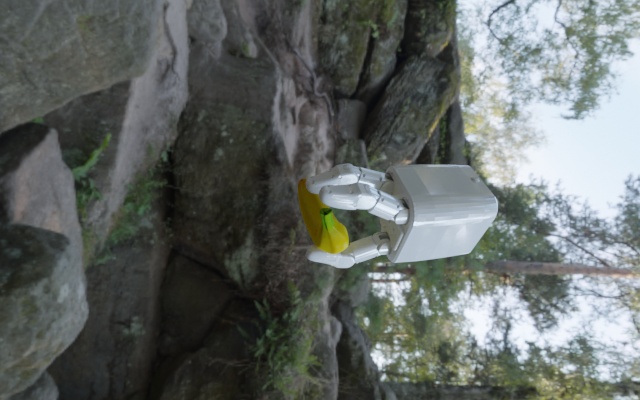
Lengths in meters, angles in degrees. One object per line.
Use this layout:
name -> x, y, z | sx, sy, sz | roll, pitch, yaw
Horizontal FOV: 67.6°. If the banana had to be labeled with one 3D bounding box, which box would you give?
banana -> 0.003, 0.021, 0.572 | 0.037, 0.070, 0.197 | -9, 13, -9
